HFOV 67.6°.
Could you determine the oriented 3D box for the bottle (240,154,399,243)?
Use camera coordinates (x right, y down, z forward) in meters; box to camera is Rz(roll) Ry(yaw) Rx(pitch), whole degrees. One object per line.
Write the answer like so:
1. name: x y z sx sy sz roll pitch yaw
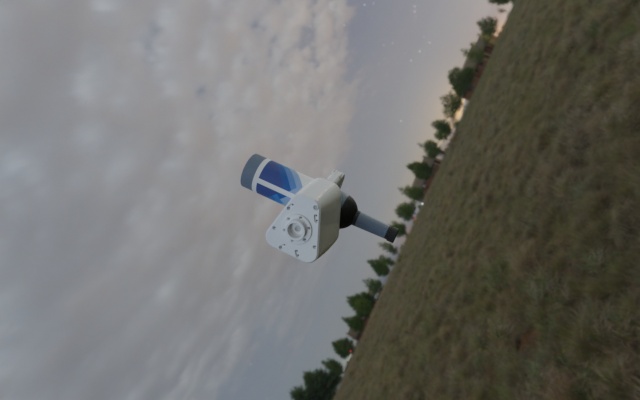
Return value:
1. bottle: 0.000 0.003 0.859 0.295 0.069 0.069 24 5 11
